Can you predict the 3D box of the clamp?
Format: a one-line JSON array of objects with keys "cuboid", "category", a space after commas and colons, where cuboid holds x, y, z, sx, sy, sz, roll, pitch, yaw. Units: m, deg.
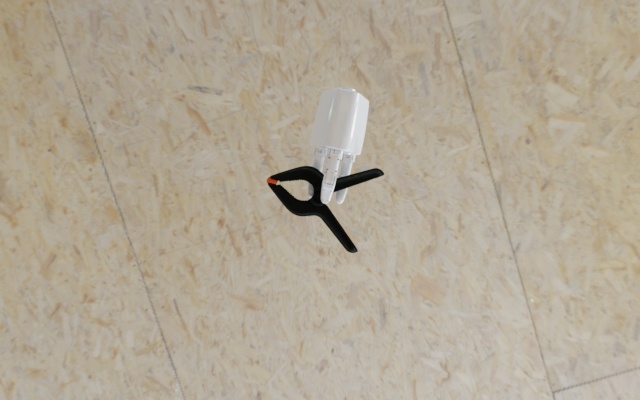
[{"cuboid": [0.000, 0.003, 0.887, 0.210, 0.164, 0.036, 11, 5, 0], "category": "clamp"}]
